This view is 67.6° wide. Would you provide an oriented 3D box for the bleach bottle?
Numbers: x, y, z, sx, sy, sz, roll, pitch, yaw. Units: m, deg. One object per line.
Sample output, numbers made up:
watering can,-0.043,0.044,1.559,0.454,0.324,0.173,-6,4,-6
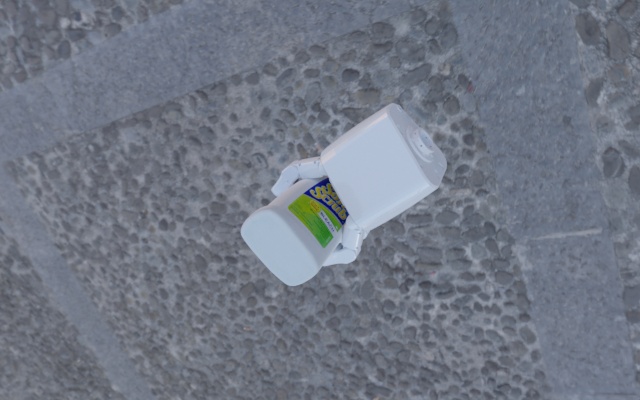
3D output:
bleach bottle,0.000,0.002,0.635,0.068,0.102,0.250,-35,9,34
